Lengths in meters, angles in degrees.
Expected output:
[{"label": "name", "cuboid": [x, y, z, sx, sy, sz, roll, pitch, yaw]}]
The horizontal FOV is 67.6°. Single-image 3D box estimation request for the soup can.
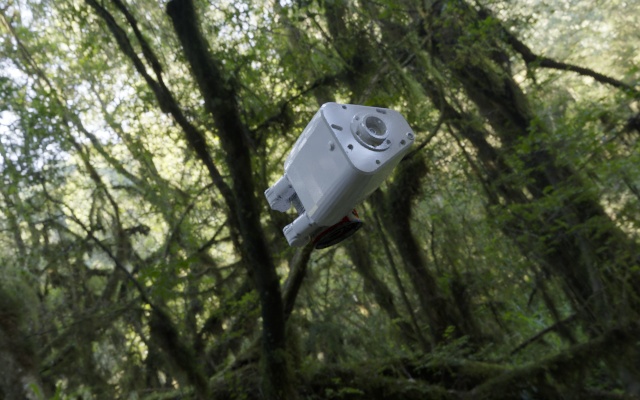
[{"label": "soup can", "cuboid": [0.000, 0.002, 0.610, 0.068, 0.102, 0.068, -26, -18, -9]}]
